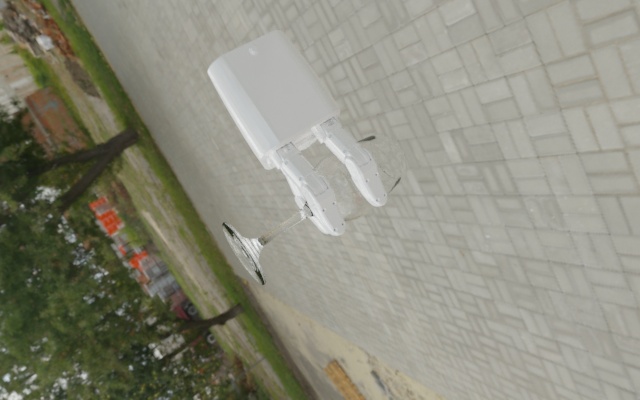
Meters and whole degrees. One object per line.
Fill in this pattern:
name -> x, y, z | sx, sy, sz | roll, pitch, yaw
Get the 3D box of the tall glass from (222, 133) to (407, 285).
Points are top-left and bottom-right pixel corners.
tall glass -> 0.000, 0.002, 0.510 | 0.201, 0.079, 0.079 | -33, 13, -21
